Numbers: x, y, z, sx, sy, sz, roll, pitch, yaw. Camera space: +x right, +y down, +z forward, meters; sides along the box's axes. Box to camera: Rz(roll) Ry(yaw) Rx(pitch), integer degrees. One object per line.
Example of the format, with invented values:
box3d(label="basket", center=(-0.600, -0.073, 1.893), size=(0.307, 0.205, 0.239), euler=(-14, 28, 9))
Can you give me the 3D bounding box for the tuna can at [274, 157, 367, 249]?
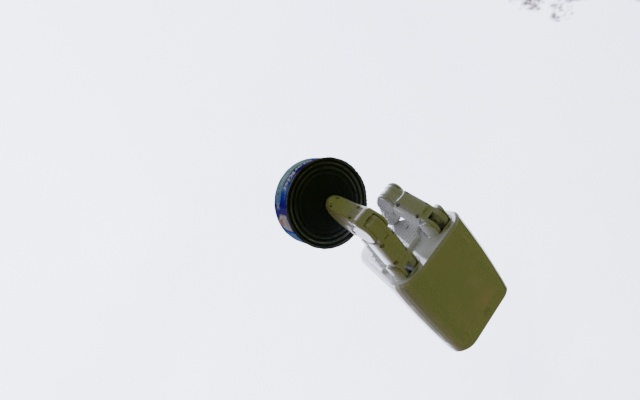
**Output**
box3d(label="tuna can", center=(0.000, 0.001, 0.457), size=(0.086, 0.086, 0.034), euler=(0, 4, -28))
